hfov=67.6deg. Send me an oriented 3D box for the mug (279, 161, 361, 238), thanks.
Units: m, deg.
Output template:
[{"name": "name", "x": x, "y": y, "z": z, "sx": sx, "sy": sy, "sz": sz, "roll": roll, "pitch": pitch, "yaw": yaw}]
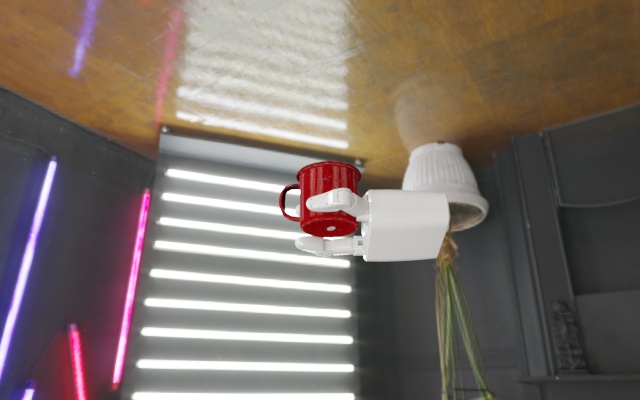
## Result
[{"name": "mug", "x": -0.001, "y": 0.002, "z": 0.666, "sx": 0.117, "sy": 0.081, "sz": 0.093, "roll": -1, "pitch": -23, "yaw": 1}]
